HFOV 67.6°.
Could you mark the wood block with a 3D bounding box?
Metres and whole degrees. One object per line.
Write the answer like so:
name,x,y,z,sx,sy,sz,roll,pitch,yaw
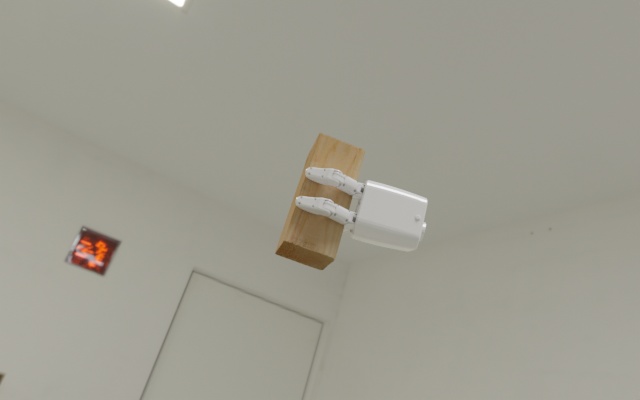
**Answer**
wood block,0.000,0.003,0.826,0.090,0.206,0.091,20,-24,-6
